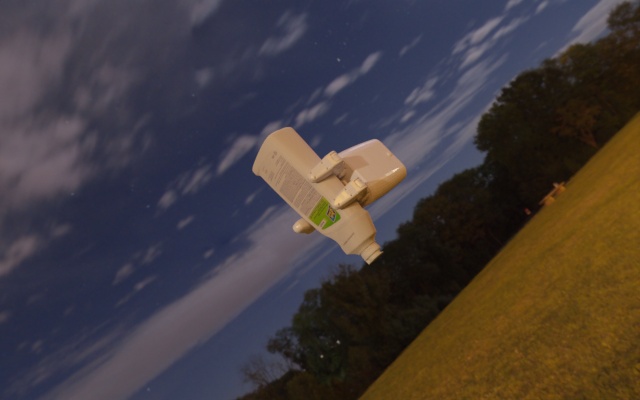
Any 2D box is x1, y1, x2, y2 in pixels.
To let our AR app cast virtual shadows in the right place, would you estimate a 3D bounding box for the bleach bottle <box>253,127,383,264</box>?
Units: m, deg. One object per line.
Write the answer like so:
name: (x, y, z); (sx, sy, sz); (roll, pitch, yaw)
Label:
bleach bottle: (0.000, 0.002, 0.760); (0.068, 0.250, 0.103); (-30, -18, -40)
